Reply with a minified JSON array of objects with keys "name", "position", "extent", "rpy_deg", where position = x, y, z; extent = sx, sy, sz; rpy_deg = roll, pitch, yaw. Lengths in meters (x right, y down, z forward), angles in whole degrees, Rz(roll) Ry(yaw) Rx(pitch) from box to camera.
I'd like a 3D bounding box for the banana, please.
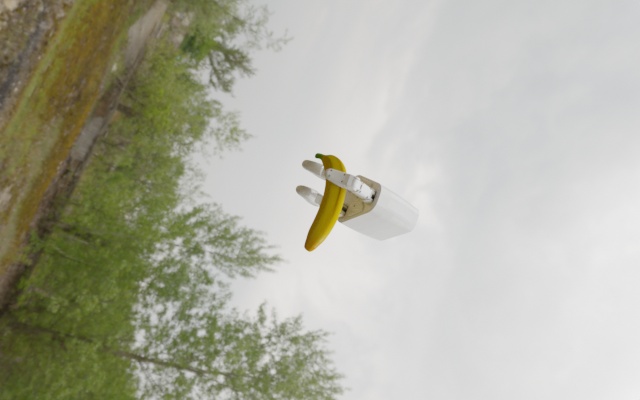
[{"name":"banana","position":[0.013,-0.006,0.825],"extent":[0.037,0.197,0.070],"rpy_deg":[30,-36,-33]}]
